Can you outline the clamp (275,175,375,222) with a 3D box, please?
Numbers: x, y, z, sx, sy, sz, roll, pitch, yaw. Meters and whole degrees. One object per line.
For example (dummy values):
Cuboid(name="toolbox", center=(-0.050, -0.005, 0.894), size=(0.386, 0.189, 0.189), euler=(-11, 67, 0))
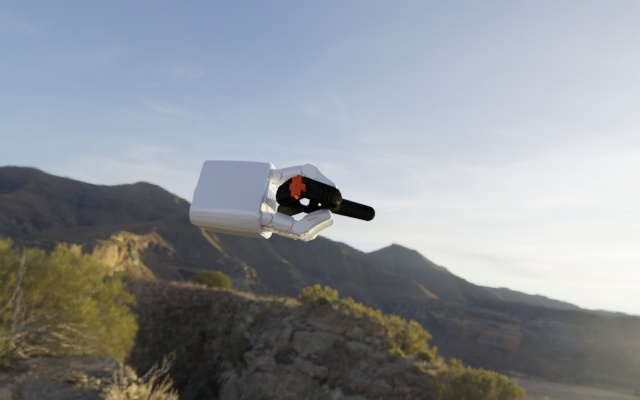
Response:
Cuboid(name="clamp", center=(0.000, 0.001, 0.706), size=(0.164, 0.036, 0.210), euler=(2, -12, 6))
